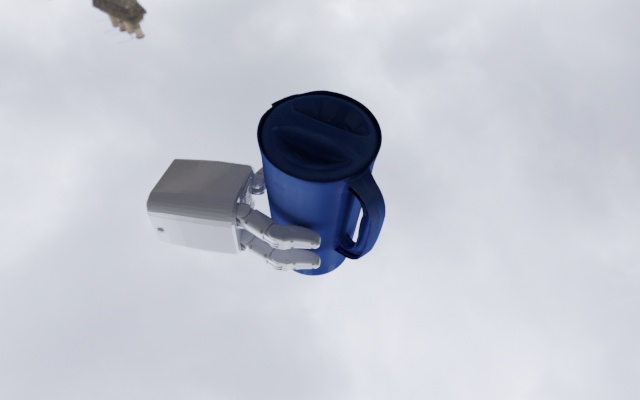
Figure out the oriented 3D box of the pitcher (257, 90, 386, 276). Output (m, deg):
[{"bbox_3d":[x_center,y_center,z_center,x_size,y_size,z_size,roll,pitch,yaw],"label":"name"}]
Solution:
[{"bbox_3d":[0.000,0.002,0.592,0.145,0.149,0.243,7,-36,2],"label":"pitcher"}]
